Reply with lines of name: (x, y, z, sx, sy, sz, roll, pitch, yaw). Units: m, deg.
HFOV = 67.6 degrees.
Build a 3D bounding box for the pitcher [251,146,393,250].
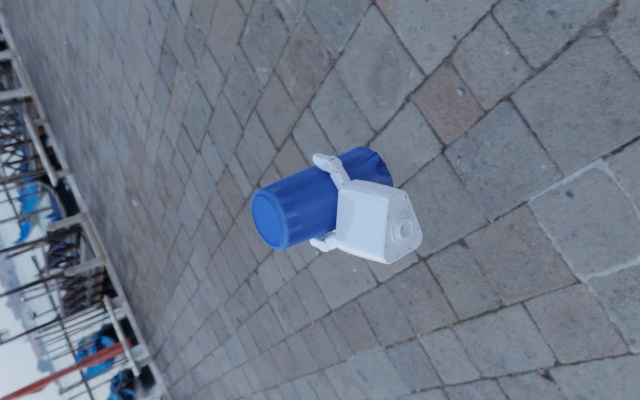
pitcher: (0.000, 0.003, 0.857, 0.243, 0.149, 0.145, -22, 24, -34)
